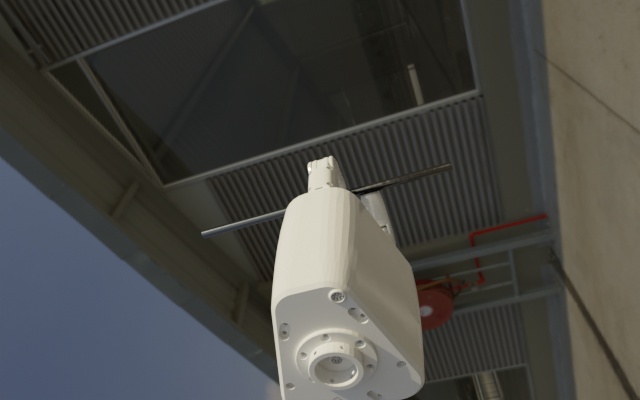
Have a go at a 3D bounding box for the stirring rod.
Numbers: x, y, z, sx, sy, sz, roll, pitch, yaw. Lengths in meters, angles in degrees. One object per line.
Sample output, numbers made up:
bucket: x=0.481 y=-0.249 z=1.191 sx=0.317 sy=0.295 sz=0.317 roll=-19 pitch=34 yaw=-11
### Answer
stirring rod: x=0.000 y=0.001 z=0.438 sx=0.239 sy=0.011 sz=0.011 roll=-15 pitch=-3 yaw=12
